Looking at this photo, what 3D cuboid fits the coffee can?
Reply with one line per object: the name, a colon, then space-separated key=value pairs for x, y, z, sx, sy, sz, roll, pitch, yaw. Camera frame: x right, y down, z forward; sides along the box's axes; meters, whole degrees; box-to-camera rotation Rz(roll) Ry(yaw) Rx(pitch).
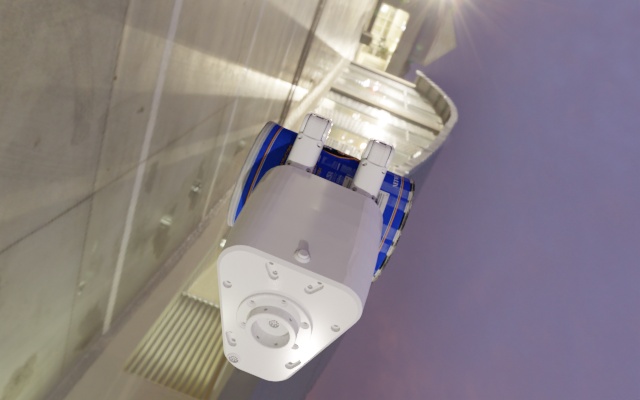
coffee can: x=0.000 y=0.001 z=0.436 sx=0.140 sy=0.103 sz=0.103 roll=22 pitch=0 yaw=-1
